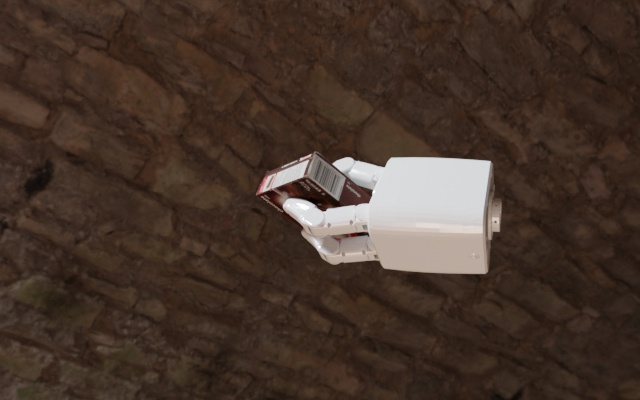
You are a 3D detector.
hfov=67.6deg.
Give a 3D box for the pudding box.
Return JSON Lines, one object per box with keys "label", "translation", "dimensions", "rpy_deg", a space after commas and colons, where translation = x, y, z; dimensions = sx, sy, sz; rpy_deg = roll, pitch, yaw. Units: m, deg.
{"label": "pudding box", "translation": [0.000, 0.002, 0.531], "dimensions": [0.113, 0.039, 0.090], "rpy_deg": [40, -36, -27]}
